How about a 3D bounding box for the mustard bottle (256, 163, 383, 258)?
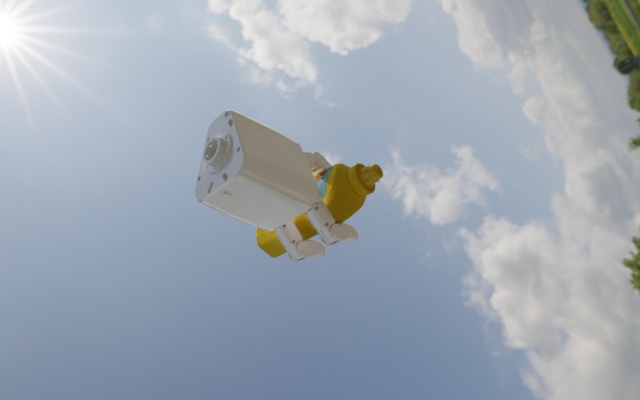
[{"bbox_3d":[0.000,0.002,0.625,0.192,0.096,0.058,-29,-62,34],"label":"mustard bottle"}]
